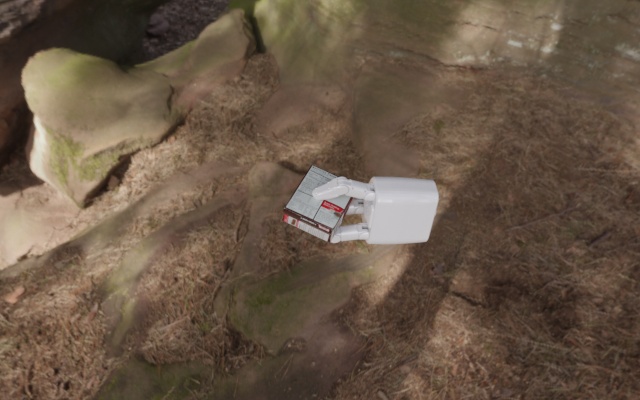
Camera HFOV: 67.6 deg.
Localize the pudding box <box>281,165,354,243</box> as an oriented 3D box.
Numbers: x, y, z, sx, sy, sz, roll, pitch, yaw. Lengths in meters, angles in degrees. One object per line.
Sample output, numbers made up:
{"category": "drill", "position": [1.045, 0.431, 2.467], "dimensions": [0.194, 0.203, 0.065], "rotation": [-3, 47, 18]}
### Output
{"category": "pudding box", "position": [0.000, 0.003, 0.789], "dimensions": [0.090, 0.113, 0.039], "rotation": [24, -40, 9]}
